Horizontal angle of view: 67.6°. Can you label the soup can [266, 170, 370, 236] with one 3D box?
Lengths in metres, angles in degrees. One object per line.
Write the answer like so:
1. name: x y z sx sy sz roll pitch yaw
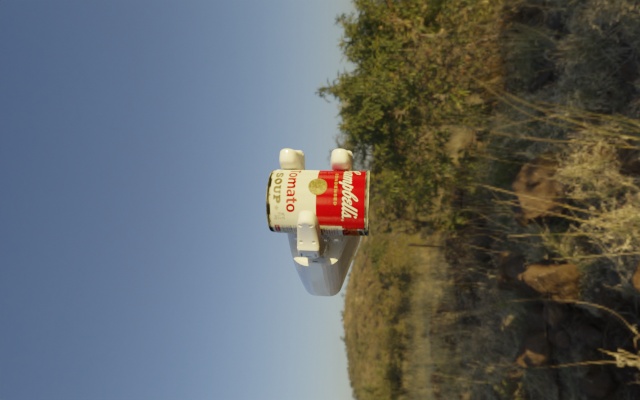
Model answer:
1. soup can: 0.000 0.001 0.498 0.102 0.068 0.068 2 0 7
